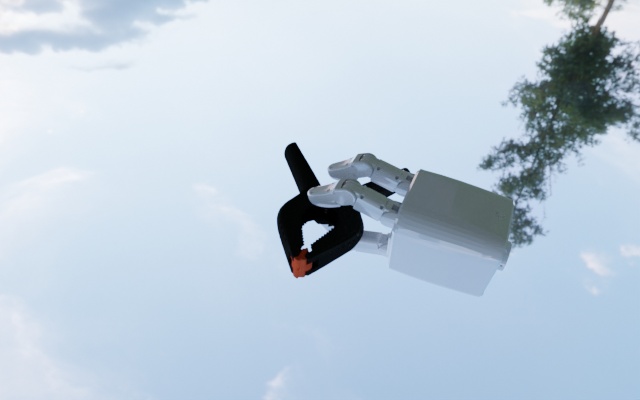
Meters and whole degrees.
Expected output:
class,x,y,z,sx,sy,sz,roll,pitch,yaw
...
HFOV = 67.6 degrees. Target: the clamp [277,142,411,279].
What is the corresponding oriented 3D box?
class,x,y,z,sx,sy,sz,roll,pitch,yaw
clamp,0.000,0.003,0.544,0.164,0.036,0.210,18,41,16
